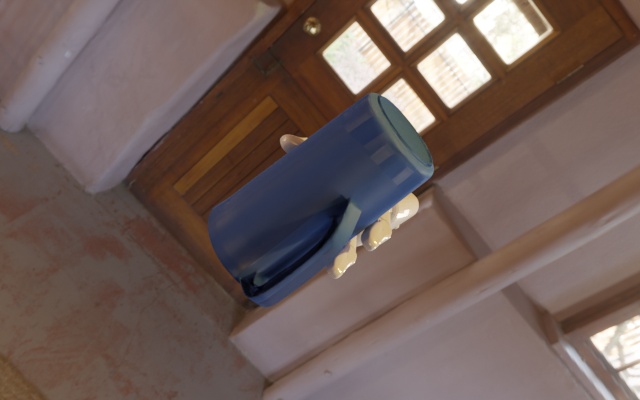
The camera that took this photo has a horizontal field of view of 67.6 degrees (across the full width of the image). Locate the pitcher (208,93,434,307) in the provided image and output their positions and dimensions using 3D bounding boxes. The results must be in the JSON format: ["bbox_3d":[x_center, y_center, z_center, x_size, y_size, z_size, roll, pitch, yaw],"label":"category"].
[{"bbox_3d":[0.000,0.002,0.527,0.243,0.149,0.145,-37,-16,24],"label":"pitcher"}]
